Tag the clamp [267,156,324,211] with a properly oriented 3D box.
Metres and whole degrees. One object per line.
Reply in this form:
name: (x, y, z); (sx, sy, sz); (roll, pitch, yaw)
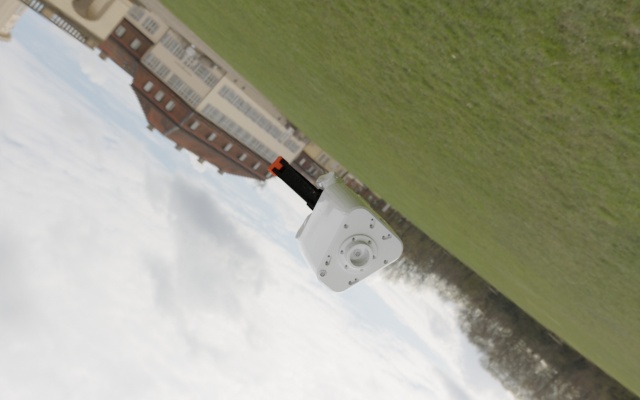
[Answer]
clamp: (-0.001, 0.003, 0.763); (0.210, 0.036, 0.164); (41, 2, -20)
